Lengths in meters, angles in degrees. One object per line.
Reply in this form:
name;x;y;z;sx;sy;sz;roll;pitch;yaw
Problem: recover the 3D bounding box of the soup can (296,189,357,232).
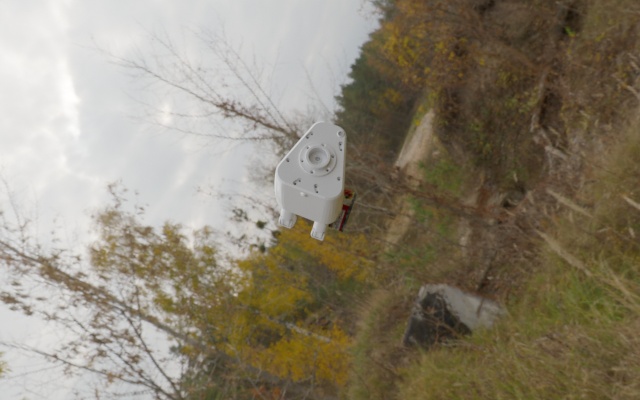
soup can;0.000;0.002;0.773;0.102;0.068;0.068;20;1;4
